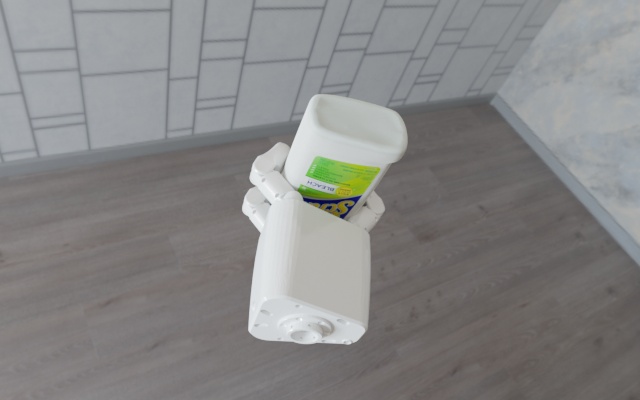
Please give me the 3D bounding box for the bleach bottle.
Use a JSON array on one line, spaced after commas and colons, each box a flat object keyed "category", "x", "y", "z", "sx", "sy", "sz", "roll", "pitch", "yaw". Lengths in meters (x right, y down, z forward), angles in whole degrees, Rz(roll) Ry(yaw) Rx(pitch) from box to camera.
[{"category": "bleach bottle", "x": 0.000, "y": 0.002, "z": 0.535, "sx": 0.102, "sy": 0.068, "sz": 0.251, "roll": 11, "pitch": -41, "yaw": -11}]
